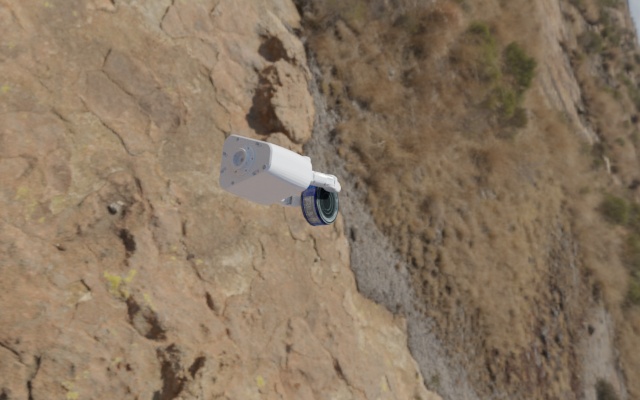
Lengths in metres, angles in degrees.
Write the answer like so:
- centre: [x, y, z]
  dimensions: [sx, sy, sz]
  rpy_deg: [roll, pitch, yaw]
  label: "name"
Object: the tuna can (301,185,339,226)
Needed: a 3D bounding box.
- centre: [0.001, 0.003, 0.865]
  dimensions: [0.034, 0.086, 0.086]
  rpy_deg: [-5, -3, 29]
  label: "tuna can"
